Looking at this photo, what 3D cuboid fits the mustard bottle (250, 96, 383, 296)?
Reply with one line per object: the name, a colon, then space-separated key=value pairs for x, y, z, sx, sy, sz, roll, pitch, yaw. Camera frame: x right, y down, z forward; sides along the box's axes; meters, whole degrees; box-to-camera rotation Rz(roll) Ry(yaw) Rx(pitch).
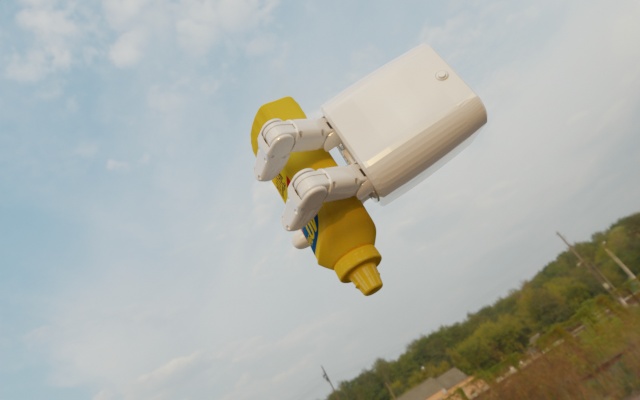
mustard bottle: x=0.000 y=0.001 z=0.435 sx=0.058 sy=0.191 sz=0.096 roll=-22 pitch=-28 yaw=-19
